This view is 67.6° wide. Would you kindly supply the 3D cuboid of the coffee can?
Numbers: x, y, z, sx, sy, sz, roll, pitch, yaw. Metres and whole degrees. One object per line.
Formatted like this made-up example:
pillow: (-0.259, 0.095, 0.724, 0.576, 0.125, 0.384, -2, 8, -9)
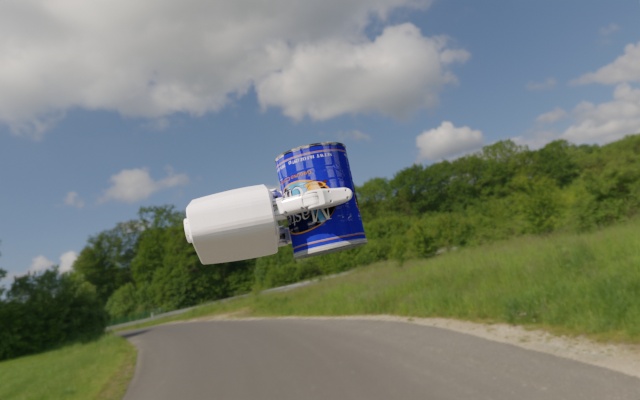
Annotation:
coffee can: (0.000, 0.002, 0.662, 0.103, 0.140, 0.103, -12, -9, -2)
